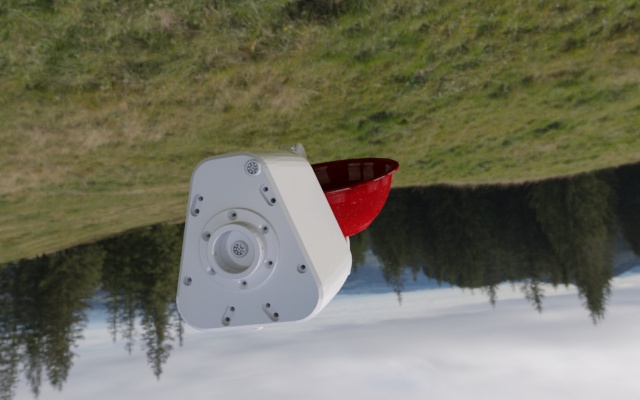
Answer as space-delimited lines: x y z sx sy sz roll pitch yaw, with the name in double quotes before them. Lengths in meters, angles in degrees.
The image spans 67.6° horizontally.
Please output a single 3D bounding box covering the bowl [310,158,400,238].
"bowl" 0.001 0.002 0.470 0.162 0.055 0.162 -10 13 2
